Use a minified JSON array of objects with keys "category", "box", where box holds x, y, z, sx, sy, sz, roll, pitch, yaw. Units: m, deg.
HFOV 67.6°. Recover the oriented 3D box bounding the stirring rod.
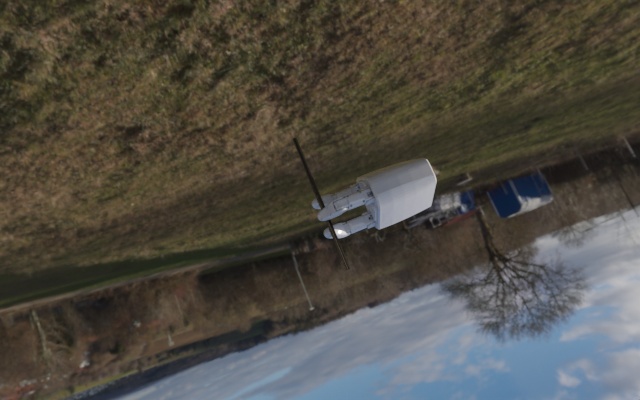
[{"category":"stirring rod","box":[0.000,0.002,0.796,0.011,0.239,0.011,-21,-12,-5]}]
